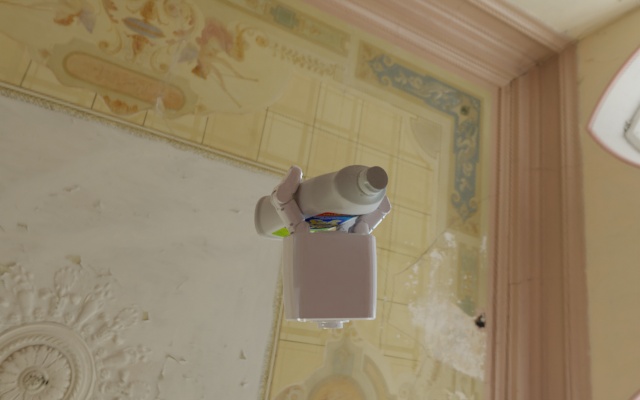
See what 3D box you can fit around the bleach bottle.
[{"bbox_3d":[0.000,0.002,0.634,0.102,0.068,0.251,7,-16,-25],"label":"bleach bottle"}]
